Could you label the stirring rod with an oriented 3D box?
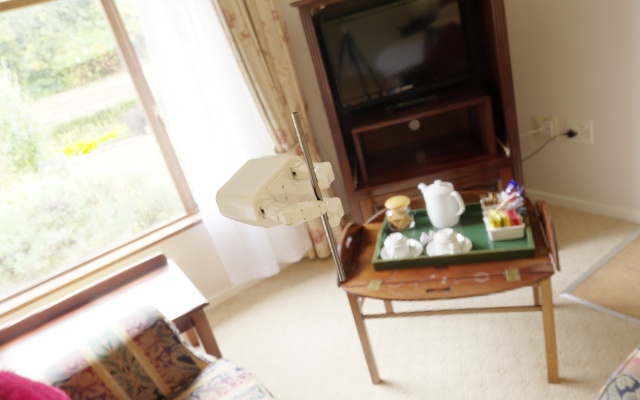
[{"bbox_3d":[0.000,0.002,0.618,0.011,0.240,0.011,-14,22,6],"label":"stirring rod"}]
